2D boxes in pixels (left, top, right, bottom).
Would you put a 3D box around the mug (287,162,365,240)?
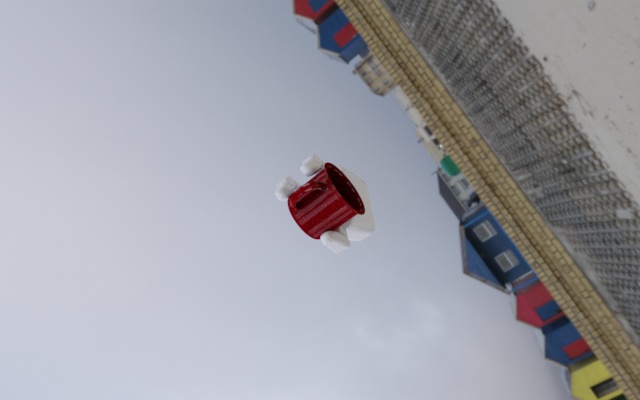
[{"bbox_3d":[-0.001,0.002,0.693,0.081,0.093,0.117,-37,-26,18],"label":"mug"}]
